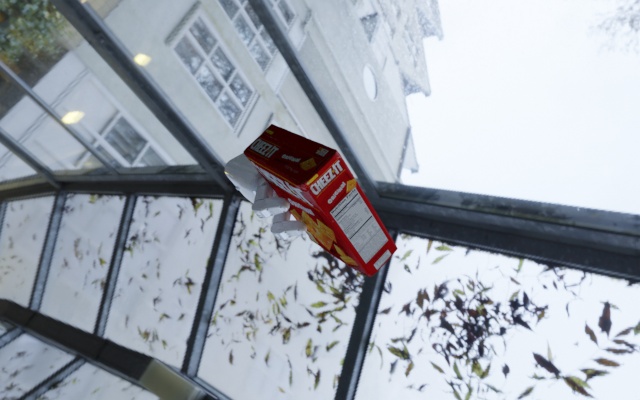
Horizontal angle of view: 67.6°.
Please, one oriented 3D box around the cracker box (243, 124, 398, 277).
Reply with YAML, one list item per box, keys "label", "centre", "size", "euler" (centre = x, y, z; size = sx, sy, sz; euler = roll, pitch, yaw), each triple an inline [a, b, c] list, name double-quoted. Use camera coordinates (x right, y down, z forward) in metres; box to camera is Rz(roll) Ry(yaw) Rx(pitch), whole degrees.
- label: "cracker box"
  centre: [0.000, 0.002, 0.700]
  size: [0.164, 0.072, 0.214]
  euler: [29, -20, 49]
